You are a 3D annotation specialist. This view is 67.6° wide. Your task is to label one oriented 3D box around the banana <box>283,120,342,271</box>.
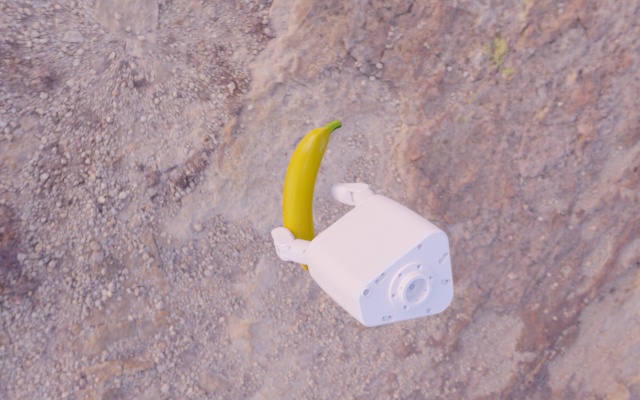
[{"bbox_3d":[-0.015,-0.002,0.586,0.069,0.198,0.037,4,13,-31],"label":"banana"}]
